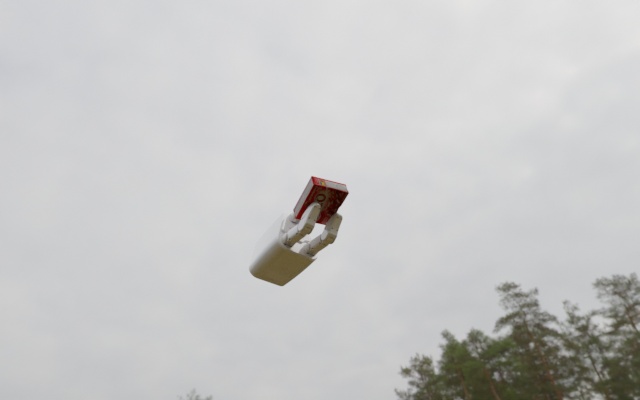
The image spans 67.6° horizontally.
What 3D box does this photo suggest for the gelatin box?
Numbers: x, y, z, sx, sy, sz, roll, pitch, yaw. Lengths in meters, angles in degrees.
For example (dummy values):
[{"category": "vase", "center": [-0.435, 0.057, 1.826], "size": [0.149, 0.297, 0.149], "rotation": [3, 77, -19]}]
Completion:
[{"category": "gelatin box", "center": [0.000, 0.002, 0.887], "size": [0.073, 0.089, 0.030], "rotation": [14, 35, -24]}]
